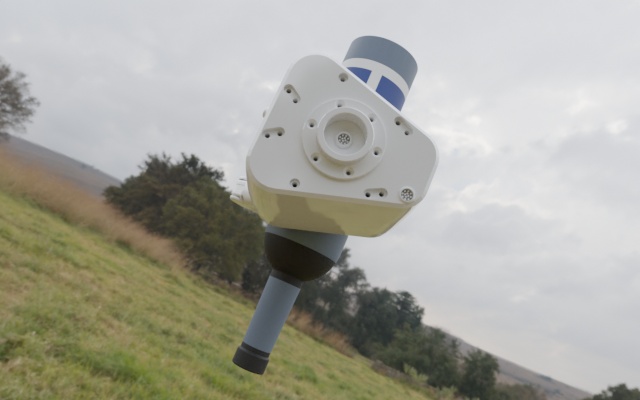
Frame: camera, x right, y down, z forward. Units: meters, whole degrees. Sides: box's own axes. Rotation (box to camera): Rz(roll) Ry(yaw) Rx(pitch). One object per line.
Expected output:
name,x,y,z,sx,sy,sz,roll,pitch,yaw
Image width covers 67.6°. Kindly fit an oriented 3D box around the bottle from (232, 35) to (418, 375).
bottle,0.000,0.001,0.409,0.069,0.295,0.069,23,-12,5
